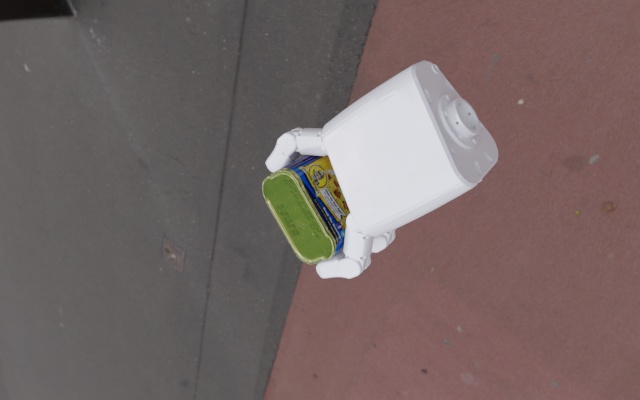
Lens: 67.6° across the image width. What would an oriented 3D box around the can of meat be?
[{"bbox_3d":[0.000,0.002,0.478,0.057,0.102,0.084,-26,5,42],"label":"can of meat"}]
